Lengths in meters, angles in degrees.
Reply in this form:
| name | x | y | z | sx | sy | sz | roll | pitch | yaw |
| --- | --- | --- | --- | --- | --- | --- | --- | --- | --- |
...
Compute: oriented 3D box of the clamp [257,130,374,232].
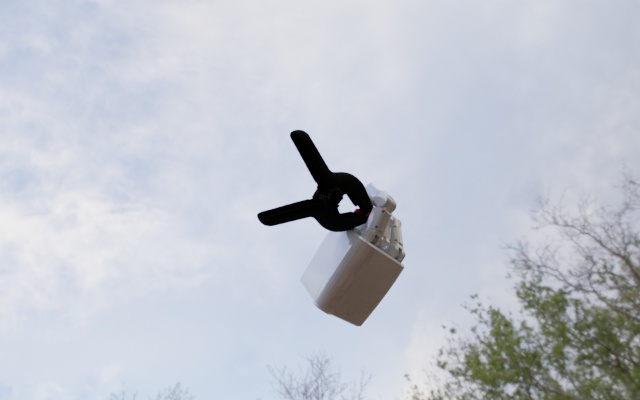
| name | x | y | z | sx | sy | sz | roll | pitch | yaw |
| --- | --- | --- | --- | --- | --- | --- | --- | --- | --- |
| clamp | 0.000 | 0.002 | 0.607 | 0.171 | 0.120 | 0.039 | 33 | -2 | -34 |
